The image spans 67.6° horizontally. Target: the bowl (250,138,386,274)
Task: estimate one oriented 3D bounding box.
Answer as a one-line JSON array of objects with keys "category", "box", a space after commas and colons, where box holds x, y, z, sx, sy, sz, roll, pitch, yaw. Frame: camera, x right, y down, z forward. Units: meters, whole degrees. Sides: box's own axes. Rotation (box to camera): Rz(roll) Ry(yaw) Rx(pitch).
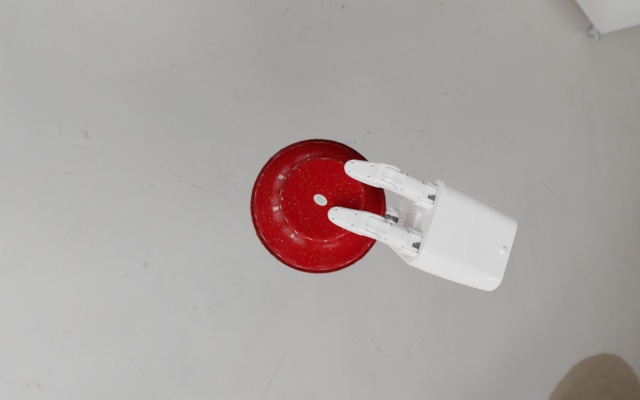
[{"category": "bowl", "box": [-0.001, 0.002, 0.540, 0.162, 0.162, 0.055, 0, -8, -4]}]
